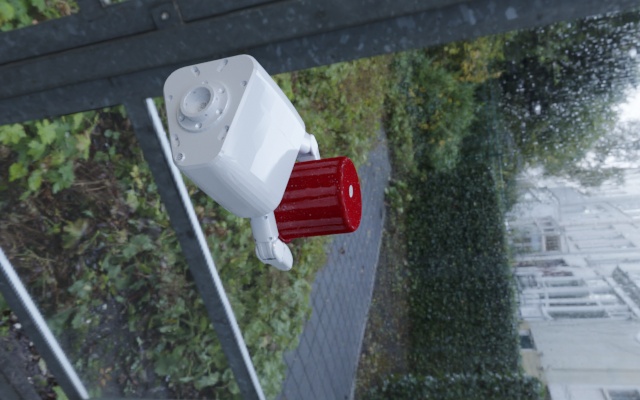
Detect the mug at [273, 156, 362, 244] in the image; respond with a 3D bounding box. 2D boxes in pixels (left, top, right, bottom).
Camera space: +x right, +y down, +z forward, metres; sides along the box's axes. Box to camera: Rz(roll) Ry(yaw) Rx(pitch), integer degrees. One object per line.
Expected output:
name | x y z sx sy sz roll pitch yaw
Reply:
mug | 0.001 0.002 0.525 0.081 0.093 0.117 -7 -24 18
